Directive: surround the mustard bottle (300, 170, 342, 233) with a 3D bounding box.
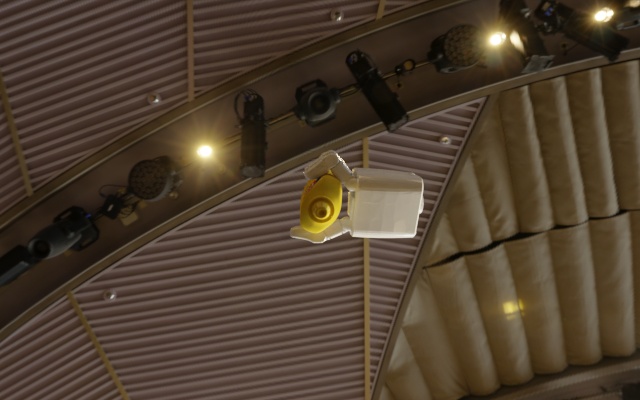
[{"bbox_3d":[0.000,0.002,0.772,0.058,0.096,0.191,27,8,-6],"label":"mustard bottle"}]
